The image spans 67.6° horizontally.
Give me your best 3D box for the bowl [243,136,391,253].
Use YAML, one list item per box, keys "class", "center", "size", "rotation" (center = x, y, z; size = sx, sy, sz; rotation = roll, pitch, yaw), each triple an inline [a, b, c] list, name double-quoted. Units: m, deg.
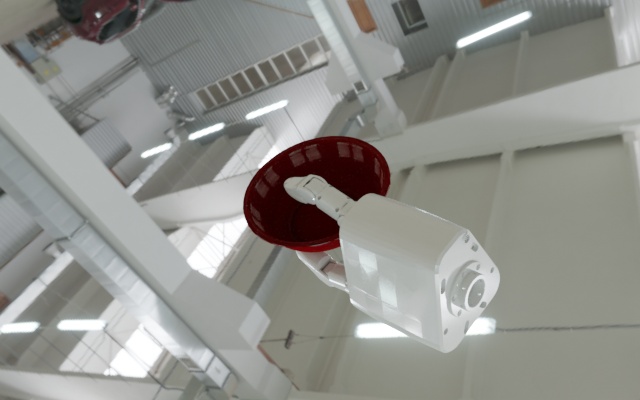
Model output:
- class: "bowl"
  center: [0.000, 0.001, 0.523]
  size: [0.162, 0.162, 0.055]
  rotation: [0, -42, 20]
